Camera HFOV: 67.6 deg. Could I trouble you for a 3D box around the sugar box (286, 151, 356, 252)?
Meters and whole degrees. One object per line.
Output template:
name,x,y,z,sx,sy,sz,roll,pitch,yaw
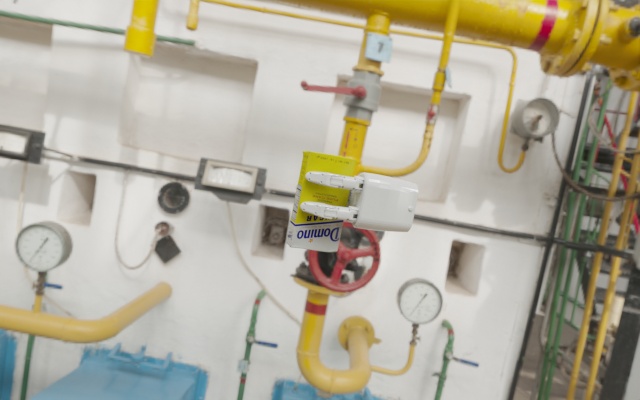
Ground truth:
sugar box,0.000,0.003,0.869,0.093,0.176,0.048,8,5,-18
